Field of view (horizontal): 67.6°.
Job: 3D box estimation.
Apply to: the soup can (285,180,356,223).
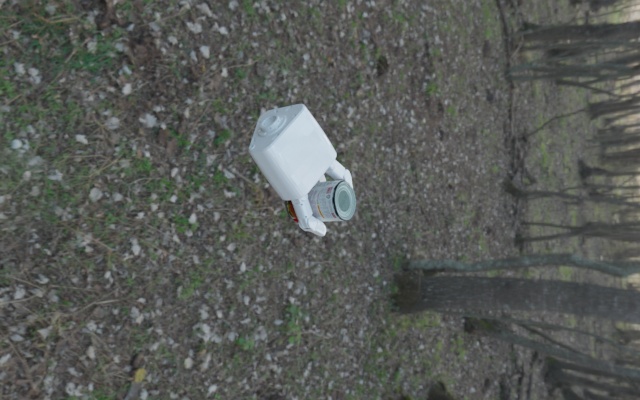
[{"bbox_3d":[0.001,0.003,0.813,0.102,0.068,0.068,-4,-2,35],"label":"soup can"}]
